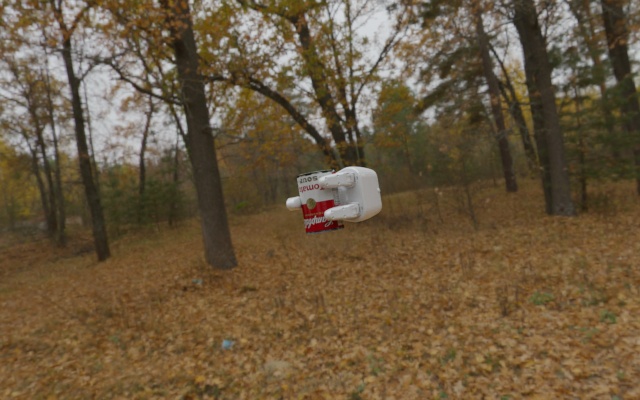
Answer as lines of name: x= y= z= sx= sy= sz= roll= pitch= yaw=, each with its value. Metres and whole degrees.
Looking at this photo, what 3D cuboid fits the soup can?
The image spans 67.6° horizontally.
soup can: x=0.000 y=0.002 z=0.818 sx=0.068 sy=0.102 sz=0.068 roll=-9 pitch=0 yaw=0
